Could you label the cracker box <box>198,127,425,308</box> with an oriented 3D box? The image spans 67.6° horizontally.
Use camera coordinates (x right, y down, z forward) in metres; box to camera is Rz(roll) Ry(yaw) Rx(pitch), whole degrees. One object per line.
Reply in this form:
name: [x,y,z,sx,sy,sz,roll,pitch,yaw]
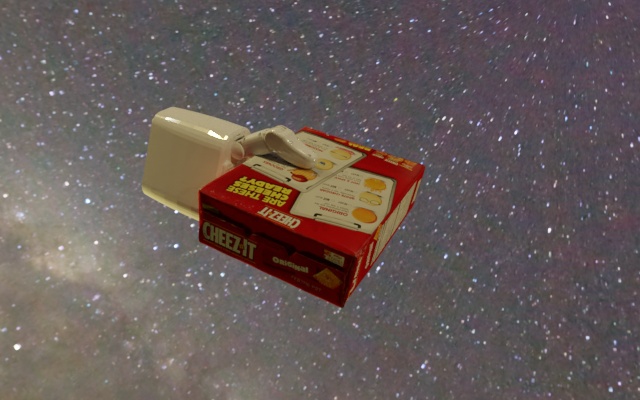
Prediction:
cracker box: [0.000,0.001,0.514,0.164,0.072,0.213,21,33,18]
